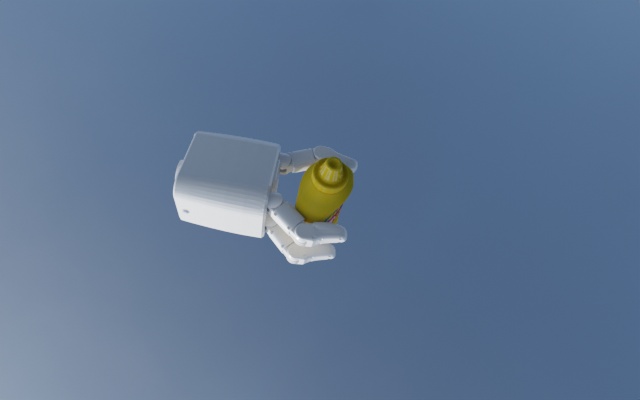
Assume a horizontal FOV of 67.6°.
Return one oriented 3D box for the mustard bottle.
[{"bbox_3d":[0.000,0.002,0.590,0.058,0.096,0.192,33,-26,8],"label":"mustard bottle"}]
